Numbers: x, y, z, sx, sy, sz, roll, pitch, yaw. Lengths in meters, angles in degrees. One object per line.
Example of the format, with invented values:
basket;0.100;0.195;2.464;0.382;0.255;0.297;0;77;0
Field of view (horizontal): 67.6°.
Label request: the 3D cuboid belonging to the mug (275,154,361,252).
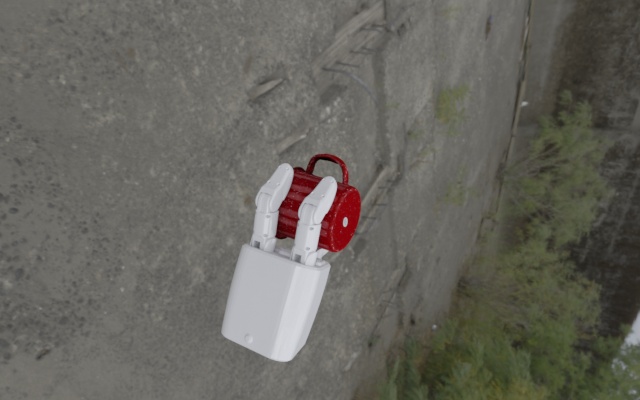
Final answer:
mug;0.001;0.001;0.575;0.081;0.117;0.093;16;1;25
